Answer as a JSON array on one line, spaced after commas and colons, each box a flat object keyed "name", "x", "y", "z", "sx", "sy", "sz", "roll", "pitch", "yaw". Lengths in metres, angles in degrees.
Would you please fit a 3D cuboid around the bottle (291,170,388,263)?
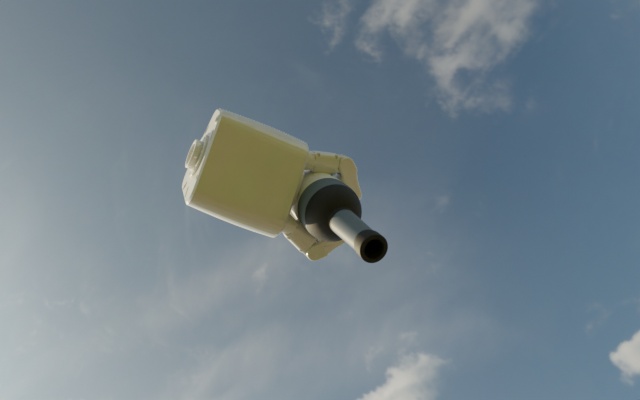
[{"name": "bottle", "x": 0.000, "y": 0.002, "z": 0.552, "sx": 0.069, "sy": 0.069, "sz": 0.295, "roll": 0, "pitch": 16, "yaw": -20}]
